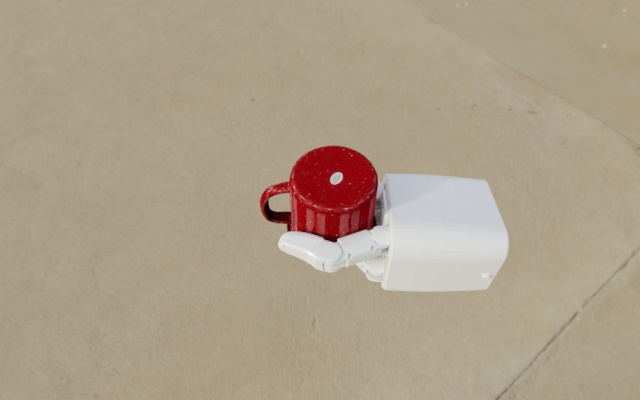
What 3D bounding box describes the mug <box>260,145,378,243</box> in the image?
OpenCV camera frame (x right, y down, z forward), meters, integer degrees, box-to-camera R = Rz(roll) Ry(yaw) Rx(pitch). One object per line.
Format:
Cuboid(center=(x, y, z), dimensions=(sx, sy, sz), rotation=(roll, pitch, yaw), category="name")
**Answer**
Cuboid(center=(-0.001, 0.001, 0.461), dimensions=(0.117, 0.093, 0.082), rotation=(1, -37, 1), category="mug")
